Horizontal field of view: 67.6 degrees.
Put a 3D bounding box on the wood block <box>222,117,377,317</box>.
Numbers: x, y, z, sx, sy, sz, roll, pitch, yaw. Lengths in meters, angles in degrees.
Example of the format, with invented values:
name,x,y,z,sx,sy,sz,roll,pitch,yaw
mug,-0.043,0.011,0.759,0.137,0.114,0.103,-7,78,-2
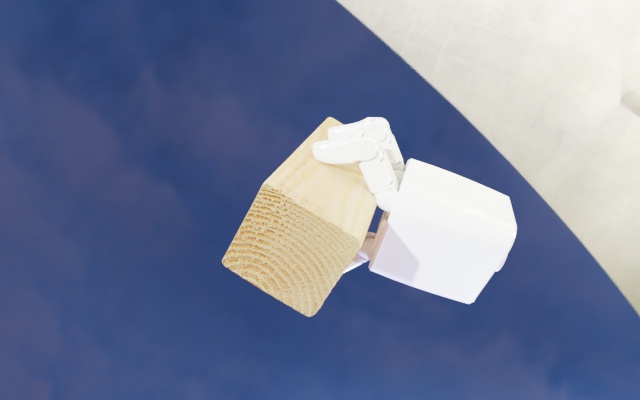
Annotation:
name,x,y,z,sx,sy,sz,roll,pitch,yaw
wood block,0.000,0.002,0.464,0.090,0.091,0.206,31,27,1
